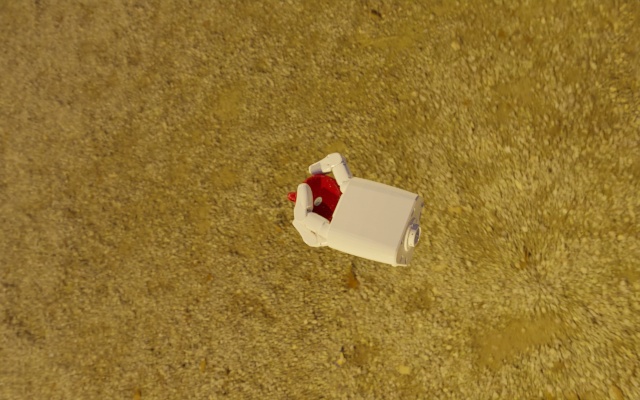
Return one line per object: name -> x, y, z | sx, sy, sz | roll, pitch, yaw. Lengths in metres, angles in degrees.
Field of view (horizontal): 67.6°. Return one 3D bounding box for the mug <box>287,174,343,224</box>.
mug -> -0.001, 0.002, 0.772 | 0.117, 0.093, 0.081 | 14, -3, 26
